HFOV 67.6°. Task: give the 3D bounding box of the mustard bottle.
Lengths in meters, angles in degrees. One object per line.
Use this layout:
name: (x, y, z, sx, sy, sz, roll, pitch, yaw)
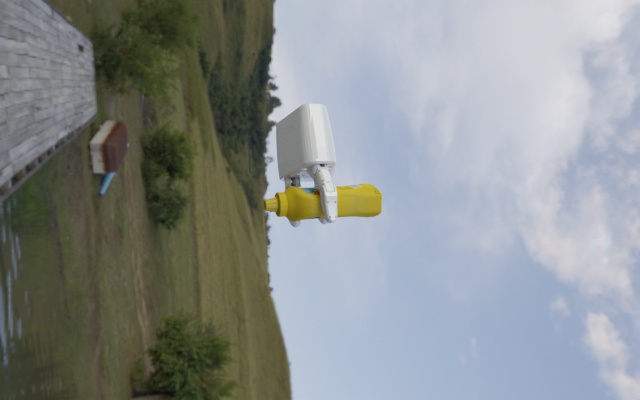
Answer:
mustard bottle: (0.000, 0.003, 0.801, 0.191, 0.058, 0.096, -2, 11, -20)
